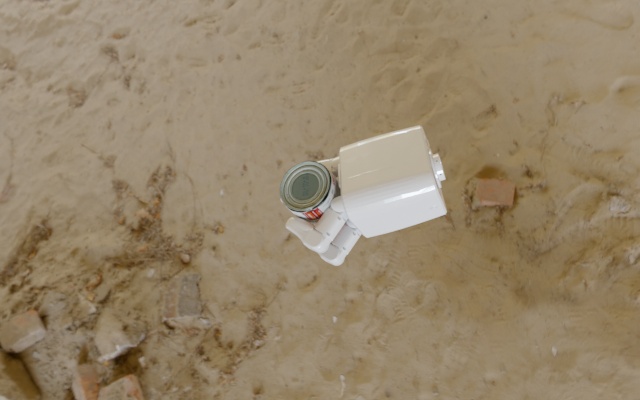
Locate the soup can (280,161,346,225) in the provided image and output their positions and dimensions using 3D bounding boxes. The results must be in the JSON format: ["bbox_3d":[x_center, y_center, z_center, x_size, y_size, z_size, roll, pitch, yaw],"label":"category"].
[{"bbox_3d":[0.000,0.002,0.599,0.068,0.068,0.102,0,-23,24],"label":"soup can"}]
